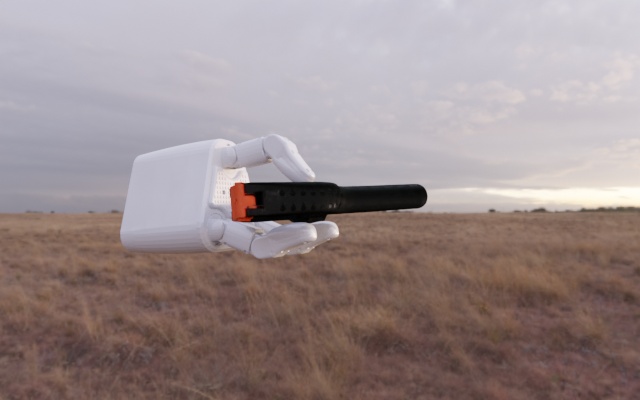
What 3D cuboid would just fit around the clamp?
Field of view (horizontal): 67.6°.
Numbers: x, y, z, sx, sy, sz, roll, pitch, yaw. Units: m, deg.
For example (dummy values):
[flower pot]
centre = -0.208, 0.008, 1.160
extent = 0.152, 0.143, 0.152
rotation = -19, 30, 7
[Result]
[clamp]
centre = 0.000, 0.001, 0.435
extent = 0.164, 0.036, 0.210
rotation = -9, -6, 23
